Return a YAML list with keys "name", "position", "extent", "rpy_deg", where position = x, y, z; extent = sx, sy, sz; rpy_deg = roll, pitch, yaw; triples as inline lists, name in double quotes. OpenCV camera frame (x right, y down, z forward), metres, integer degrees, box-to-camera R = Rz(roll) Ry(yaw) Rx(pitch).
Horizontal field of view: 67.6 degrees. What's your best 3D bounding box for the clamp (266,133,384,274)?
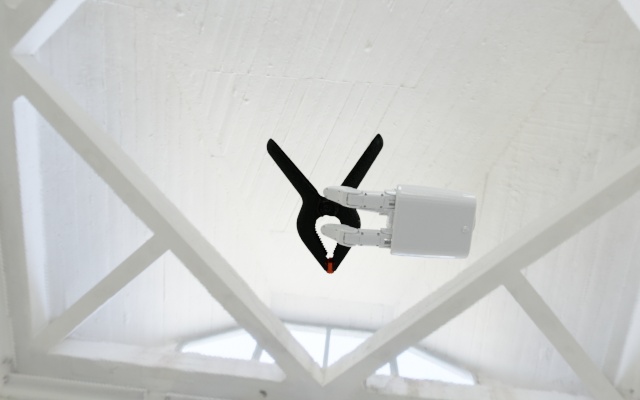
- name: "clamp"
  position: [0.000, 0.003, 0.692]
  extent: [0.164, 0.210, 0.036]
  rpy_deg: [5, 14, 5]
